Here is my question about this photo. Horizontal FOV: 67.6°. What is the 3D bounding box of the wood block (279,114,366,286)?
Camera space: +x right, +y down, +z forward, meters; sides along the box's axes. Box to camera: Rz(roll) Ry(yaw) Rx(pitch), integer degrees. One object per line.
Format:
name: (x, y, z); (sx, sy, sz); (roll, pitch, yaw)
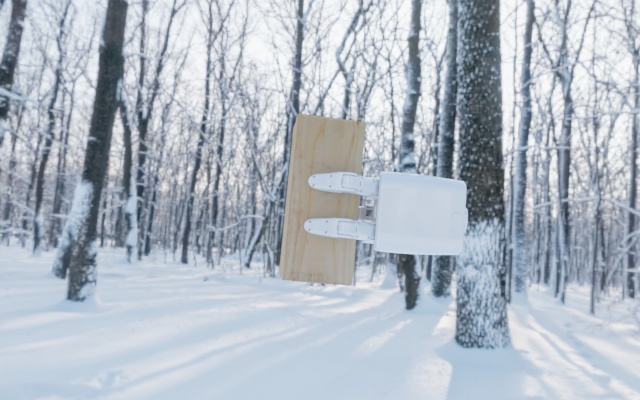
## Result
wood block: (0.000, 0.002, 0.632); (0.090, 0.206, 0.091); (6, -5, -6)
